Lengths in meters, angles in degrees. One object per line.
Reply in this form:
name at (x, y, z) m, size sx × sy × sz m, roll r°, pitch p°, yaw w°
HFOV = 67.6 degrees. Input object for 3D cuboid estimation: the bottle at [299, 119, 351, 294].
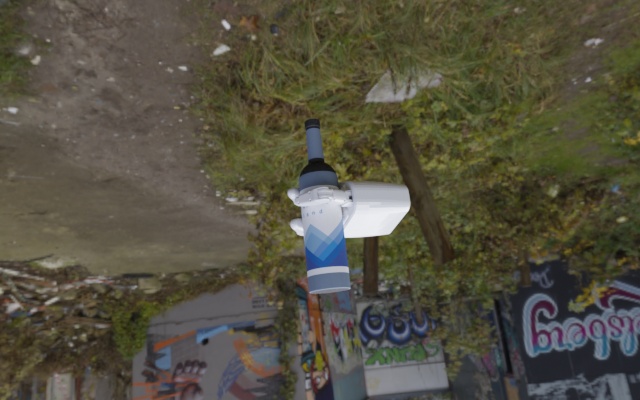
bottle at (0.000, 0.003, 0.797) m, size 0.069 × 0.295 × 0.069 m, roll -6°, pitch -16°, yaw -2°
